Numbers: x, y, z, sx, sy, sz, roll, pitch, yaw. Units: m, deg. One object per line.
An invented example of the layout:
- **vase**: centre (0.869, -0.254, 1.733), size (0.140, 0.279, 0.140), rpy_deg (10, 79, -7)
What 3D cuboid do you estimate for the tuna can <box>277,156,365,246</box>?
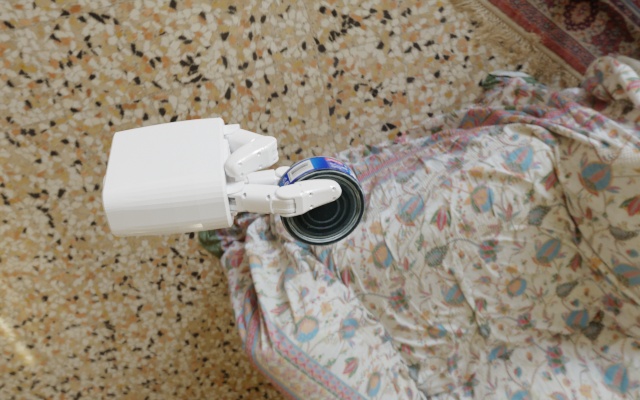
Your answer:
- **tuna can**: centre (0.000, 0.002, 0.469), size (0.086, 0.086, 0.033), rpy_deg (0, 27, -13)
